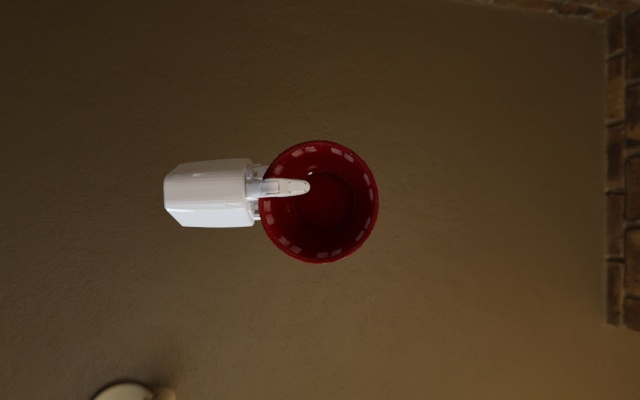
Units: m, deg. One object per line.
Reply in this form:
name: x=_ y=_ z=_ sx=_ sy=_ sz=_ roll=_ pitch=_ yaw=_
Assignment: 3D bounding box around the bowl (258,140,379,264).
bowl: x=0.001 y=0.002 z=0.646 sx=0.162 sy=0.162 sz=0.055 roll=0 pitch=-1 yaw=11
